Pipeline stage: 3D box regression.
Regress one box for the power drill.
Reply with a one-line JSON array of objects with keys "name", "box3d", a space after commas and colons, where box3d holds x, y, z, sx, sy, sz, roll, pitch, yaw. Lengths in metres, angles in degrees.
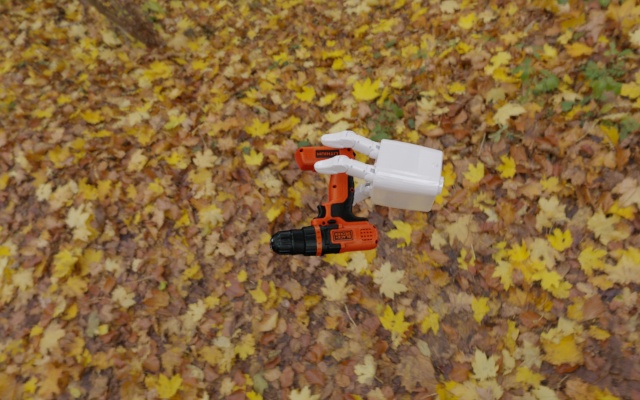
[{"name": "power drill", "box3d": [0.000, 0.002, 0.821, 0.184, 0.187, 0.057, -2, -16, -12]}]
